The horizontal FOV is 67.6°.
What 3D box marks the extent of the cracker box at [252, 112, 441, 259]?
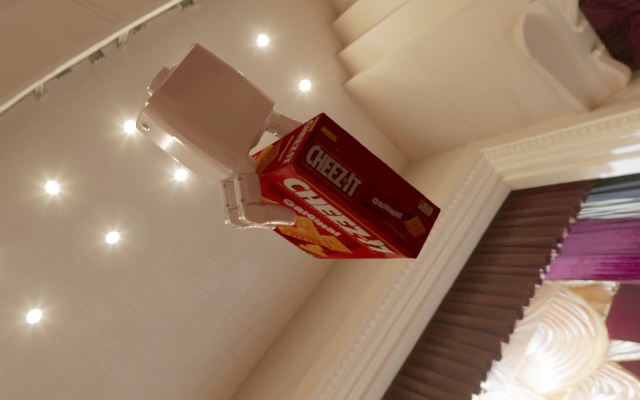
[{"bbox_3d":[0.000,0.002,0.546,0.164,0.072,0.214,36,-21,-19],"label":"cracker box"}]
